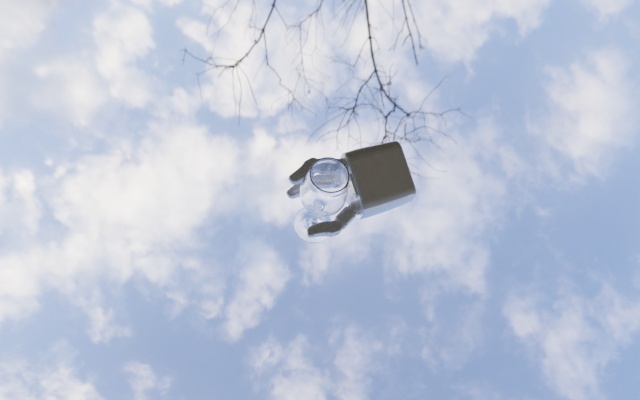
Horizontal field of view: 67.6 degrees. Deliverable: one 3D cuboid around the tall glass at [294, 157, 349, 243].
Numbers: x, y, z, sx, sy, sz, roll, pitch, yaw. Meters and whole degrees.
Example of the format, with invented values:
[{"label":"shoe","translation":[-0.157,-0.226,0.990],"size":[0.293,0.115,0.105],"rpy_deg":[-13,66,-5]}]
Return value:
[{"label":"tall glass","translation":[0.000,0.003,0.810],"size":[0.079,0.079,0.201],"rpy_deg":[0,-25,-8]}]
